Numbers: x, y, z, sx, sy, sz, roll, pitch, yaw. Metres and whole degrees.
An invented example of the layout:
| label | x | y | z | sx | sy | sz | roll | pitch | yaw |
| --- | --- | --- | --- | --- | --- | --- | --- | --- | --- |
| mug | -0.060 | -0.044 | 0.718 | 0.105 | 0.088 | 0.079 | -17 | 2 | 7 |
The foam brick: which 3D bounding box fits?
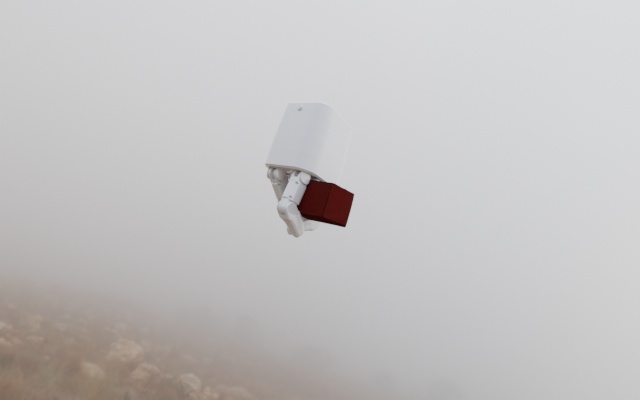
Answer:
| label | x | y | z | sx | sy | sz | roll | pitch | yaw |
| --- | --- | --- | --- | --- | --- | --- | --- | --- | --- |
| foam brick | 0.000 | 0.002 | 0.691 | 0.078 | 0.051 | 0.053 | 10 | -12 | 44 |
